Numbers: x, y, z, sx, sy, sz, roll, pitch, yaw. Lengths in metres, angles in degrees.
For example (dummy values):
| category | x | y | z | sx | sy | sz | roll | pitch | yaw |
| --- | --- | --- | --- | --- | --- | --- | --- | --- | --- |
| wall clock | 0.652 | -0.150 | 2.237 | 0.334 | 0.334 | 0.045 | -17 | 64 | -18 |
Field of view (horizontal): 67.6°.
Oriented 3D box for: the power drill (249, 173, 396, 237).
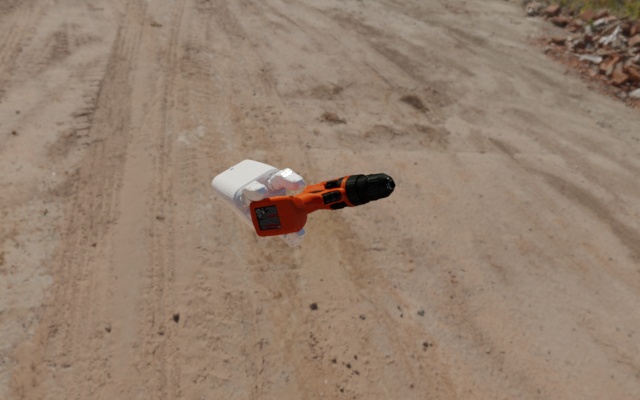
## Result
| category | x | y | z | sx | sy | sz | roll | pitch | yaw |
| --- | --- | --- | --- | --- | --- | --- | --- | --- | --- |
| power drill | 0.000 | 0.003 | 0.741 | 0.184 | 0.057 | 0.187 | -12 | 4 | 43 |
